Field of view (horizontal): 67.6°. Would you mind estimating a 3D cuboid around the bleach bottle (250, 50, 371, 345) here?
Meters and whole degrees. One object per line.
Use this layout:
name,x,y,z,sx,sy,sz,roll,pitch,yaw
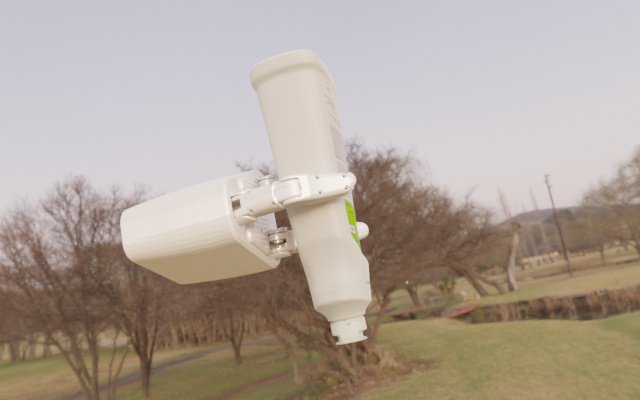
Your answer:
bleach bottle,0.000,0.001,0.433,0.068,0.250,0.102,-15,-12,14
